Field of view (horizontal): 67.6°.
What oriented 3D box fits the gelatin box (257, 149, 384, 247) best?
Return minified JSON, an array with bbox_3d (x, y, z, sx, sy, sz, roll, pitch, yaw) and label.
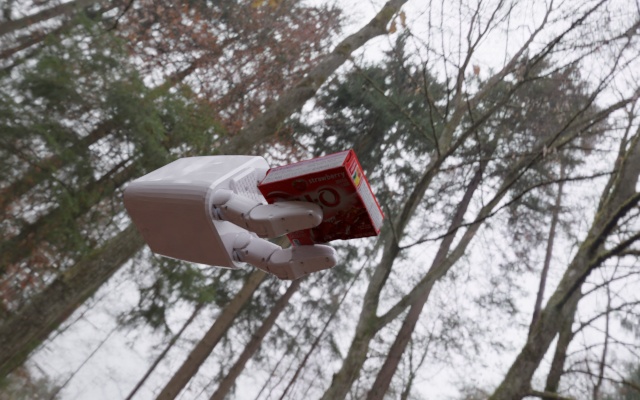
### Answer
[{"bbox_3d":[0.001,0.001,0.412,0.089,0.073,0.030,-11,32,29],"label":"gelatin box"}]
